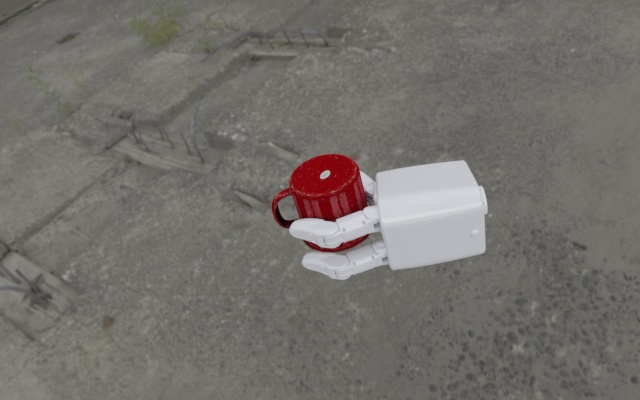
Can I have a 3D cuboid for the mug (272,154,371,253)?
[{"bbox_3d":[-0.001,0.002,0.559,0.117,0.082,0.093,-10,38,8],"label":"mug"}]
